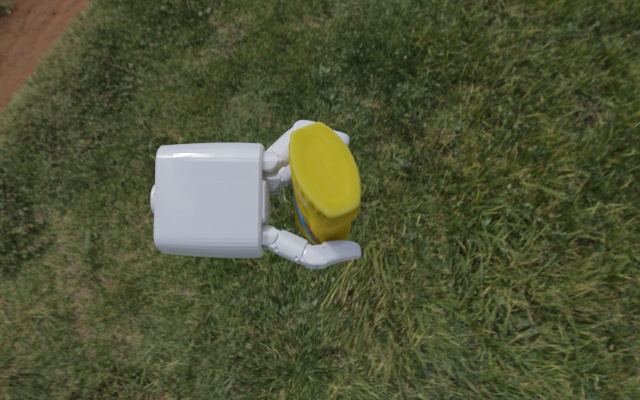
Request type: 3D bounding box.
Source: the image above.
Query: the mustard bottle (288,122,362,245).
[{"bbox_3d":[0.000,0.002,0.515,0.058,0.096,0.192,-23,-17,-10],"label":"mustard bottle"}]
